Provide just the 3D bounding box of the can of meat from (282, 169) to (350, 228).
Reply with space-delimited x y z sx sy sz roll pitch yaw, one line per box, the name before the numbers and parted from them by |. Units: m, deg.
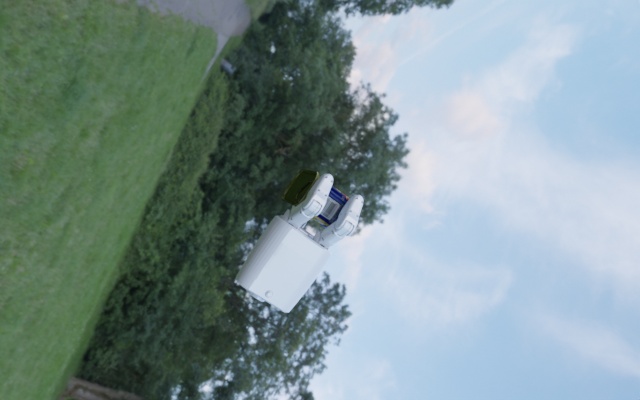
can of meat | 0.000 0.002 0.703 0.084 0.057 0.102 36 -5 -18
